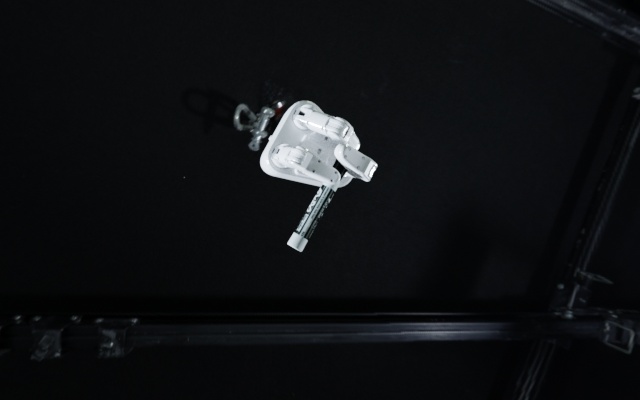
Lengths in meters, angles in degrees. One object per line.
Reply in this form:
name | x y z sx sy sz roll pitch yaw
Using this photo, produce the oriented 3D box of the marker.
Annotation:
marker | 0.000 0.002 0.548 0.020 0.121 0.020 29 -6 3
